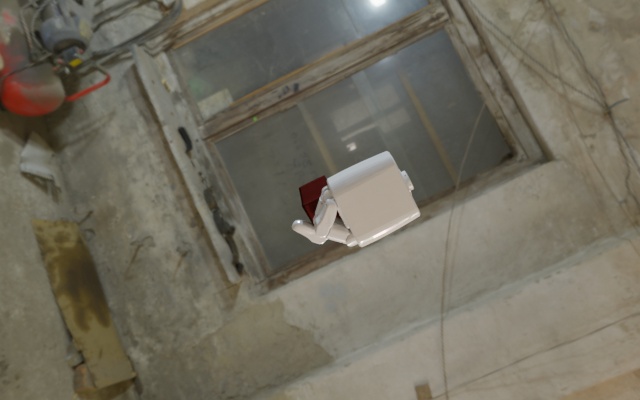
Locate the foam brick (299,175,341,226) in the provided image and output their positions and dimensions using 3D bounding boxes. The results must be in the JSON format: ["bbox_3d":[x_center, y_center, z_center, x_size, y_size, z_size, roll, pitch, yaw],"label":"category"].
[{"bbox_3d":[0.000,0.002,0.801,0.051,0.053,0.078,-28,26,6],"label":"foam brick"}]
